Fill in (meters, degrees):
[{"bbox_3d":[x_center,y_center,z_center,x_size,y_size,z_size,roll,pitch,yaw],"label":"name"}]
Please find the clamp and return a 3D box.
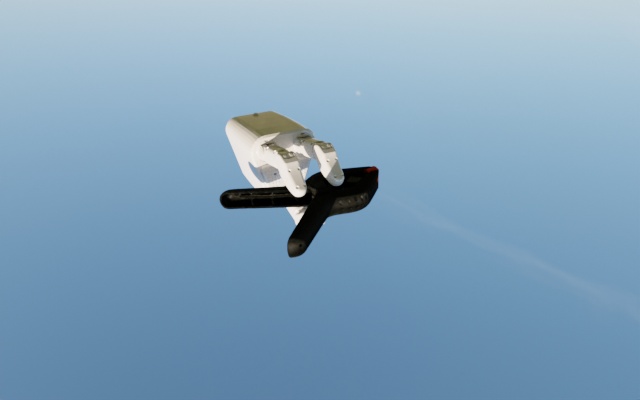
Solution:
[{"bbox_3d":[0.000,0.002,0.598,0.210,0.036,0.164,-17,32,-27],"label":"clamp"}]
